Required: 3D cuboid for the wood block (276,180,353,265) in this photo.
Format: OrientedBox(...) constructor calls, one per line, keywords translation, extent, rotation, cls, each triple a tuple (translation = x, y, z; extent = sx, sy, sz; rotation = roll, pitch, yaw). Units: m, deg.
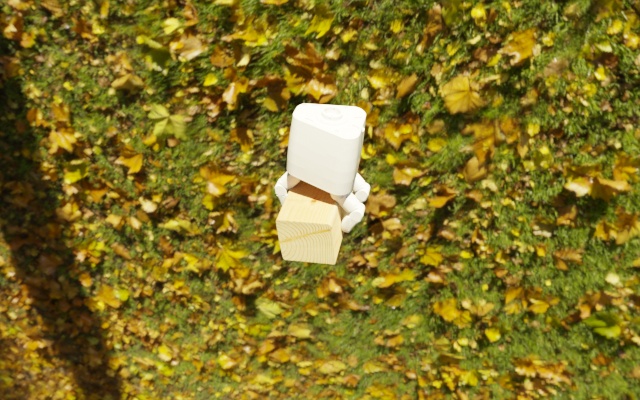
OrientedBox(translation=(0.000, 0.002, 0.826), extent=(0.091, 0.090, 0.206), rotation=(4, 40, 14), cls="wood block")
